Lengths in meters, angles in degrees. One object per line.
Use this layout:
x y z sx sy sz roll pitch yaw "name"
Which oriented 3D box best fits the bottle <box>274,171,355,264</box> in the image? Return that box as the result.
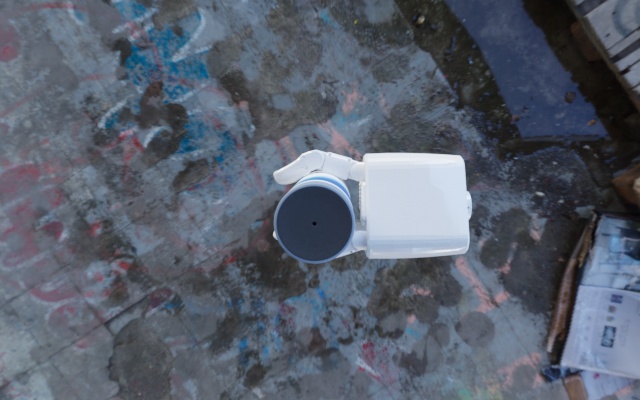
0.000 0.002 0.532 0.069 0.069 0.295 0 7 2 "bottle"
